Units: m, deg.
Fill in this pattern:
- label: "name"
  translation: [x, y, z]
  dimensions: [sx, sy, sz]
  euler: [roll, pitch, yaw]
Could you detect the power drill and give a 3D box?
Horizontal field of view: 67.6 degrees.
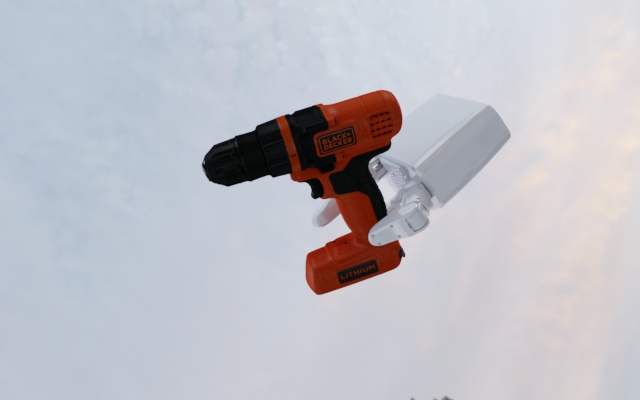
- label: "power drill"
  translation: [0.000, 0.002, 0.463]
  dimensions: [0.184, 0.188, 0.057]
  euler: [-18, 33, -3]
